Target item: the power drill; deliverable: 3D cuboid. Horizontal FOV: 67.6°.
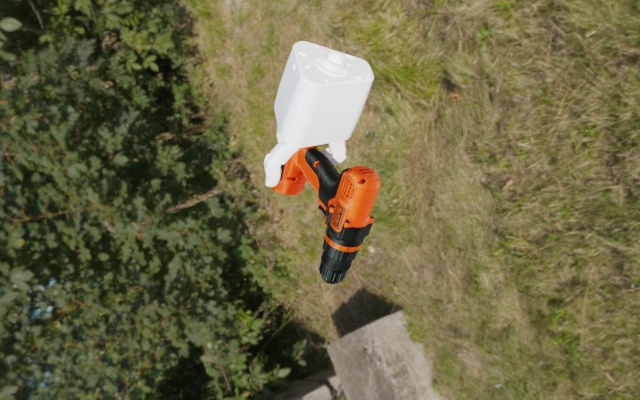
[{"bbox_3d":[0.000,0.002,0.687,0.057,0.184,0.187,-7,38,-37],"label":"power drill"}]
